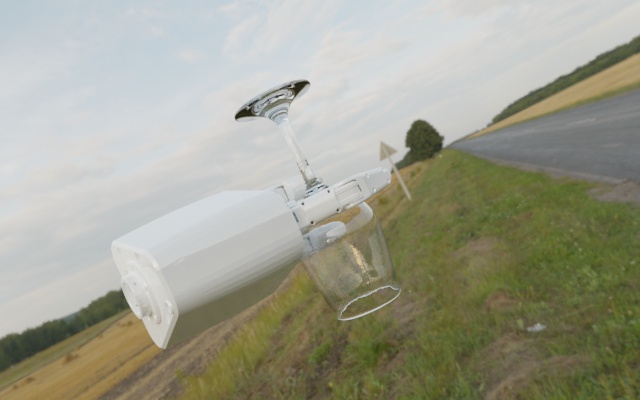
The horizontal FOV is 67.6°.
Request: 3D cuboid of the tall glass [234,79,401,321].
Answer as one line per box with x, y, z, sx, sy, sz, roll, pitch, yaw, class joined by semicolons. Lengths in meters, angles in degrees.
0.000;0.001;0.421;0.079;0.201;0.079;-26;-1;0;tall glass
